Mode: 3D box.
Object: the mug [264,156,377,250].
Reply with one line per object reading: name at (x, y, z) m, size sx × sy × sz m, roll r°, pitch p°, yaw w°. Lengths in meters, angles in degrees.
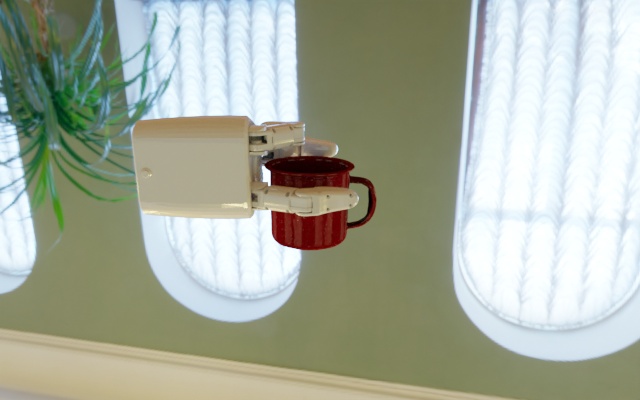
mug at (0.002, 0.002, 0.503) m, size 0.117 × 0.081 × 0.093 m, roll 1°, pitch 16°, yaw 1°
